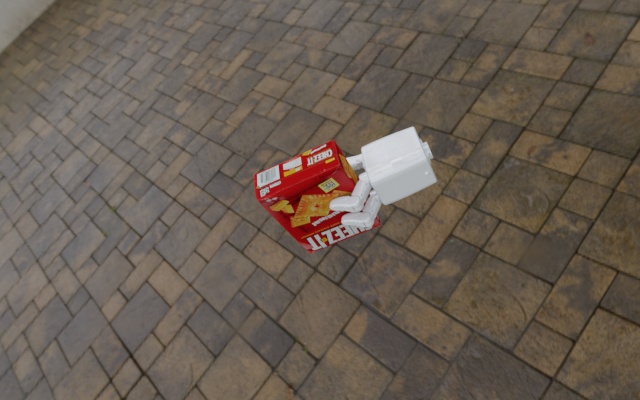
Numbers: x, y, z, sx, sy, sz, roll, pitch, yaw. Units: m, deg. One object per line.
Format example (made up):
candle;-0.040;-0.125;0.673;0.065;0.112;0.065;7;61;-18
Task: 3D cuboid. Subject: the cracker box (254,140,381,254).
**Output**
cracker box;0.000;0.003;0.895;0.164;0.072;0.214;-22;-40;14
